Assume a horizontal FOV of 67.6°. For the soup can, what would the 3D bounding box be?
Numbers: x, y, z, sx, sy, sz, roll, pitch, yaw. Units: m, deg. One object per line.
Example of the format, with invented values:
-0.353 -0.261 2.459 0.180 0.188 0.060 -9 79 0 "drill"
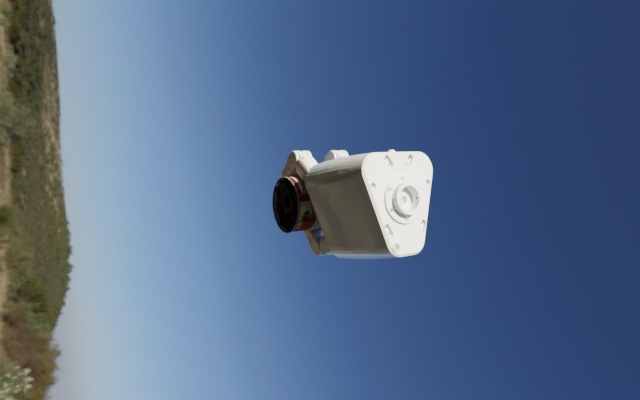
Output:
0.000 0.002 0.599 0.102 0.068 0.068 -4 2 -31 "soup can"
